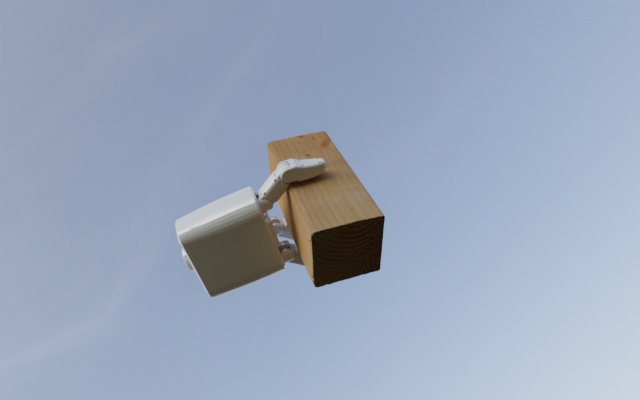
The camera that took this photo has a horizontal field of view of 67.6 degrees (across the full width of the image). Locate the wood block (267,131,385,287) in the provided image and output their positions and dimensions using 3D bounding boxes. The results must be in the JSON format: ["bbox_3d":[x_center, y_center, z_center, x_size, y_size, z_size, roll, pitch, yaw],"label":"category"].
[{"bbox_3d":[0.000,0.002,0.630,0.090,0.091,0.206,-13,40,-14],"label":"wood block"}]
